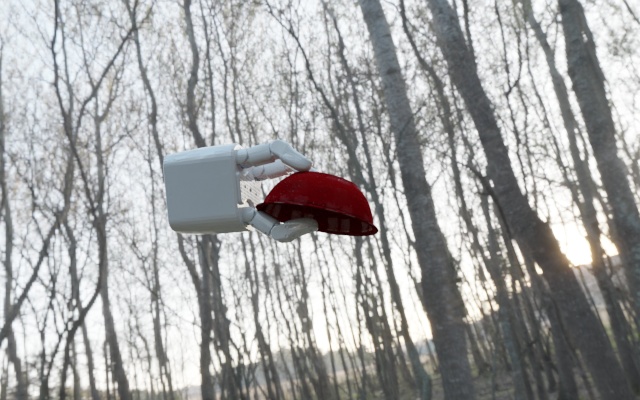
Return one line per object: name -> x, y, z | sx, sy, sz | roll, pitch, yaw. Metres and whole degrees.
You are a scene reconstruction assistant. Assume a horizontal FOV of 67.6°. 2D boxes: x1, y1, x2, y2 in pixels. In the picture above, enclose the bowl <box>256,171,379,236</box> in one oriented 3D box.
bowl -> 0.001, 0.002, 0.624 | 0.162, 0.055, 0.162 | 11, -13, 3
